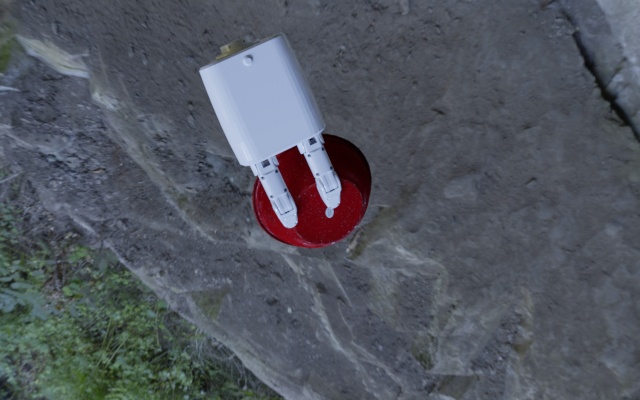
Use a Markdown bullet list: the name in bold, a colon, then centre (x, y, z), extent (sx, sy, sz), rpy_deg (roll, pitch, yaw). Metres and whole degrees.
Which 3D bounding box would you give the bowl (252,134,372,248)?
- **bowl**: centre (0.001, 0.003, 0.594), extent (0.162, 0.162, 0.055), rpy_deg (0, 27, -22)
